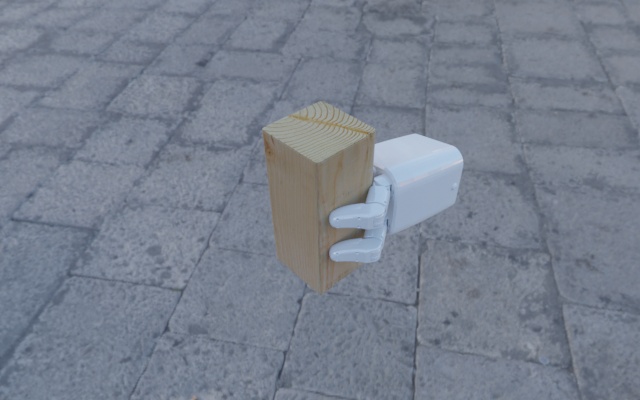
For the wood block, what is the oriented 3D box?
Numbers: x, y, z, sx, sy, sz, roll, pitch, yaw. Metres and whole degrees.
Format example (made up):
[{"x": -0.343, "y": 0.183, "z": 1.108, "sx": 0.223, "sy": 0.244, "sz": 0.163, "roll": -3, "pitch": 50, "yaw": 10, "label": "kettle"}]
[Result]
[{"x": 0.000, "y": 0.001, "z": 0.574, "sx": 0.090, "sy": 0.206, "sz": 0.090, "roll": -31, "pitch": 49, "yaw": -30, "label": "wood block"}]
